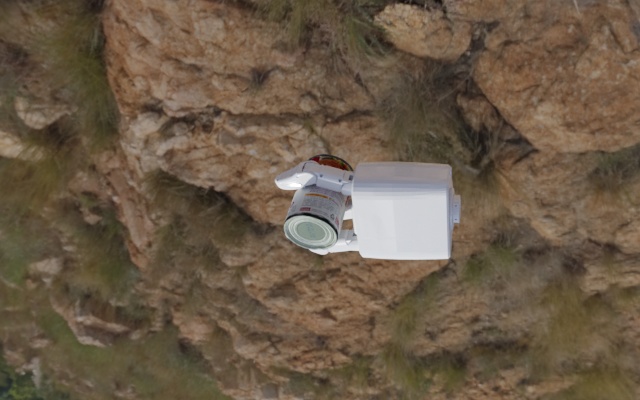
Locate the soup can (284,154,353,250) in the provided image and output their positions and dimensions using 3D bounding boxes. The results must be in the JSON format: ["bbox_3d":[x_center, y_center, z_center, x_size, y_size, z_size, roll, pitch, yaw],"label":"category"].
[{"bbox_3d":[0.000,0.002,0.588,0.068,0.102,0.069,10,-40,9],"label":"soup can"}]
